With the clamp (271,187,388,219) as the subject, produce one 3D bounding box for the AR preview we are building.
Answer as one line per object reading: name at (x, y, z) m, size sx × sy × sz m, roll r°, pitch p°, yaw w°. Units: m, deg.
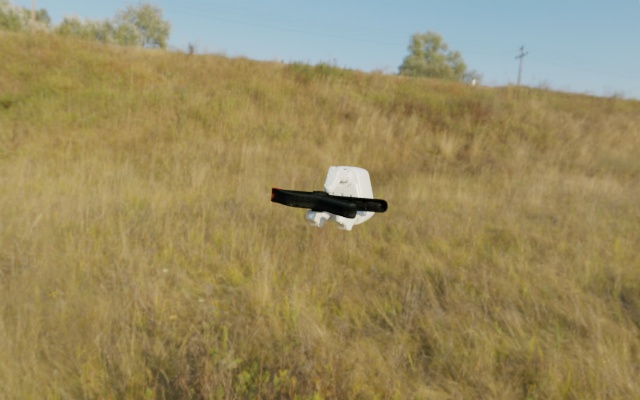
clamp at (0.000, 0.002, 0.838) m, size 0.210 × 0.036 × 0.164 m, roll 8°, pitch 5°, yaw 19°
